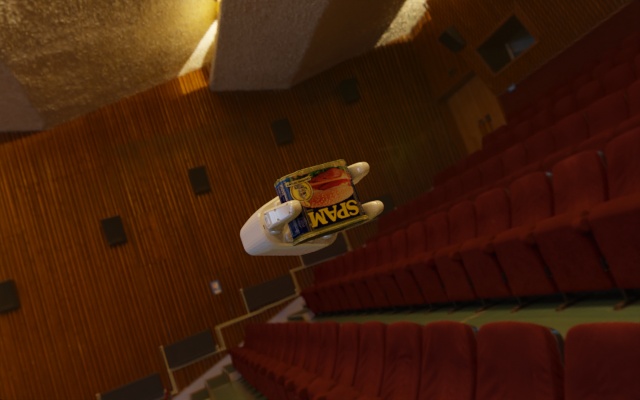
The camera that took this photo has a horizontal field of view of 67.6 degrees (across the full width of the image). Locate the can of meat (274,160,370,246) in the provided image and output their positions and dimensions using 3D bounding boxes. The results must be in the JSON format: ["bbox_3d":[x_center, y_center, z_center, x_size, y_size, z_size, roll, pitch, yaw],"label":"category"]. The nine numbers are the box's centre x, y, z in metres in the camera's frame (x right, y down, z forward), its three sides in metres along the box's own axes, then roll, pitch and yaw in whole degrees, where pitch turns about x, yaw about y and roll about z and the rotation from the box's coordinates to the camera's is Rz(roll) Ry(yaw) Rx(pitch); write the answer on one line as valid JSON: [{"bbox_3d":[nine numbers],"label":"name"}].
[{"bbox_3d":[0.000,0.002,0.611,0.102,0.084,0.057,-16,-9,-24],"label":"can of meat"}]
